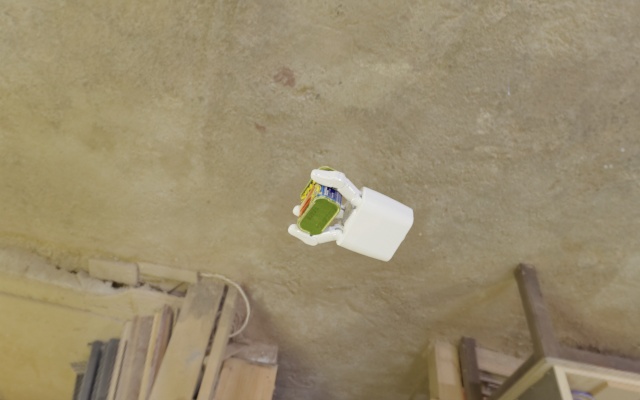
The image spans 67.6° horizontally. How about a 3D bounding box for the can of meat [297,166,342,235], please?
[{"bbox_3d":[0.000,0.003,0.873,0.057,0.083,0.102,24,-49,-15],"label":"can of meat"}]
